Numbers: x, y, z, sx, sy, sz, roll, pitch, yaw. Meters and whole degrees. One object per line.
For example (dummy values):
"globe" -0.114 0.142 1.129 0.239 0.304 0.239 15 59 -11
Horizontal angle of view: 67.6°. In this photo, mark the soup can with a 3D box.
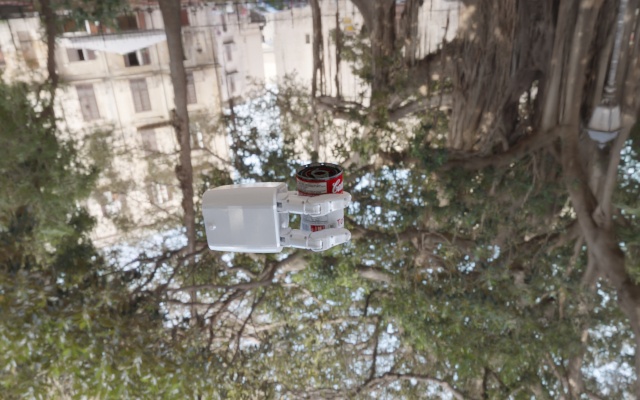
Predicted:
"soup can" 0.001 0.003 0.706 0.068 0.102 0.068 -2 24 1
